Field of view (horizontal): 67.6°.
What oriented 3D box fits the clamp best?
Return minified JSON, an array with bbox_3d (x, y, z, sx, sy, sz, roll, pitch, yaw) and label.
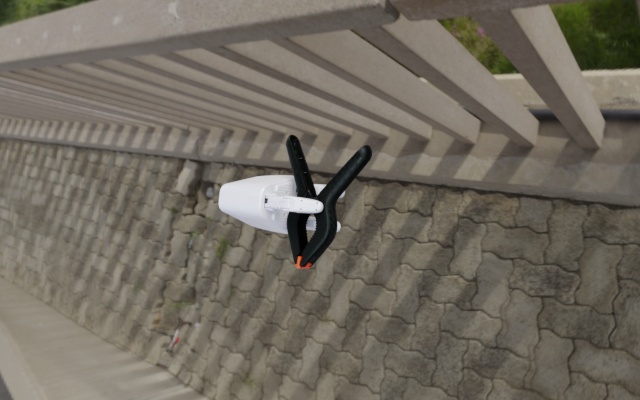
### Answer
[{"bbox_3d":[-0.001,0.003,0.728,0.164,0.210,0.036,5,-1,41],"label":"clamp"}]
